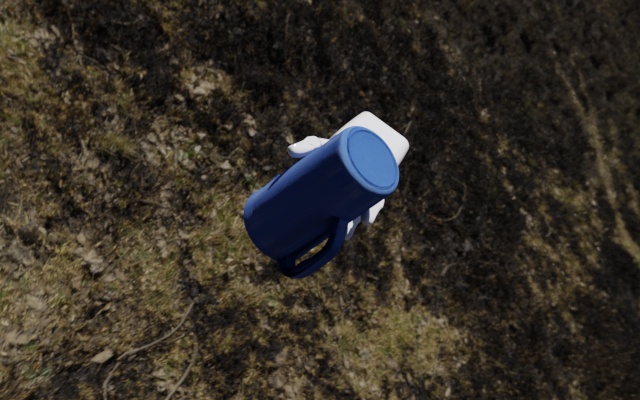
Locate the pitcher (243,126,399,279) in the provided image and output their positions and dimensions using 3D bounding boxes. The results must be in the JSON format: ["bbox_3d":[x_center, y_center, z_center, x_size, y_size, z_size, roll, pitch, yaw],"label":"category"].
[{"bbox_3d":[0.000,0.002,0.715,0.243,0.149,0.145,-34,7,44],"label":"pitcher"}]
